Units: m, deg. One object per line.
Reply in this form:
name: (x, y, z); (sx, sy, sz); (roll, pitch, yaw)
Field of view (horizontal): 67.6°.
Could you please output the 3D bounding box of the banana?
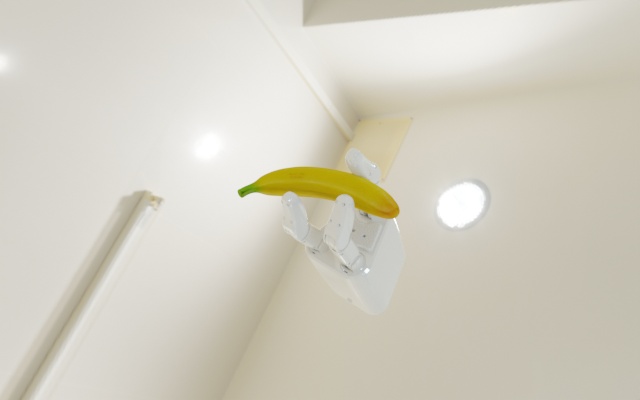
banana: (0.004, -0.011, 0.564); (0.198, 0.037, 0.069); (6, 44, 23)
